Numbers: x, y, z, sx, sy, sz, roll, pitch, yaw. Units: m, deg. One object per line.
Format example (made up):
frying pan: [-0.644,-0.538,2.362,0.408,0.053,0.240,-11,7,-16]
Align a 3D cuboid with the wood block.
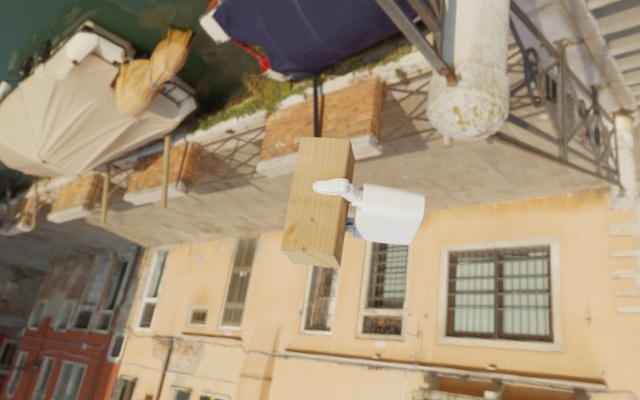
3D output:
wood block: [0.000,0.003,0.829,0.090,0.206,0.091,5,-20,12]
